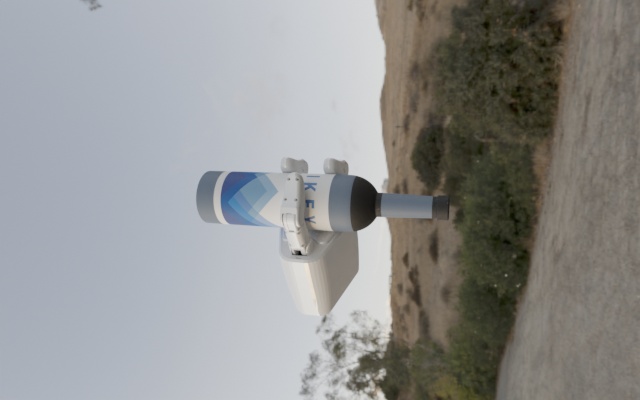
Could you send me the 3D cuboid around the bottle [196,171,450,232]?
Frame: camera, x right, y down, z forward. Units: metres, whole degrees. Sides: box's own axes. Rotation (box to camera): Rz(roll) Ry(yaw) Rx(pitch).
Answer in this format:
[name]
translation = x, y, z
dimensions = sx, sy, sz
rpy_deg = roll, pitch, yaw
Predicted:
[bottle]
translation = 0.000, 0.002, 0.565
dimensions = 0.295, 0.069, 0.069
rpy_deg = 3, 1, 16
